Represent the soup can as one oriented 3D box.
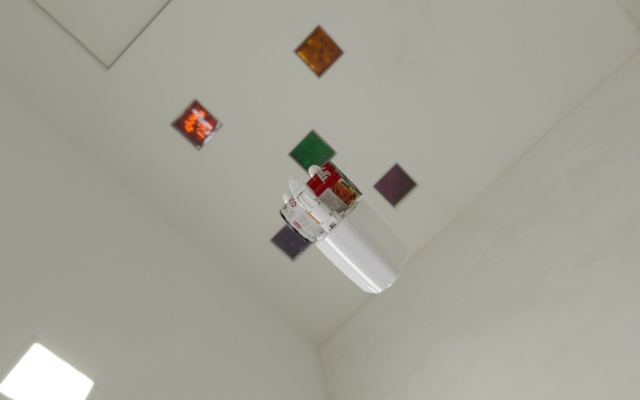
[{"bbox_3d":[0.000,0.002,0.676,0.102,0.068,0.068,-45,-6,6],"label":"soup can"}]
